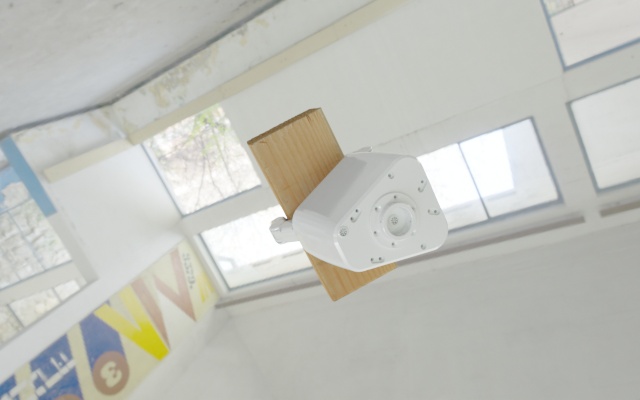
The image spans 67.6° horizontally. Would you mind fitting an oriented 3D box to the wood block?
[{"bbox_3d":[0.000,0.002,0.576,0.091,0.206,0.090,-28,14,-5],"label":"wood block"}]
